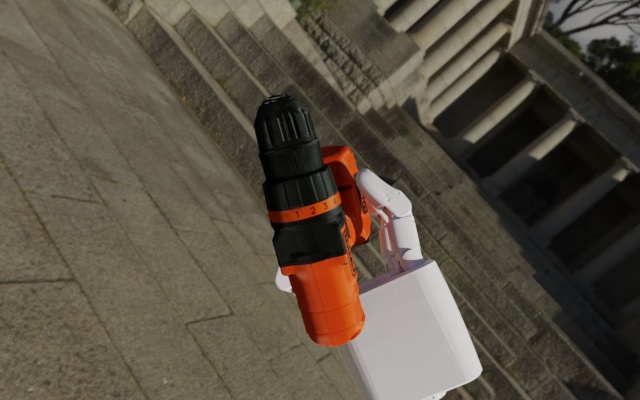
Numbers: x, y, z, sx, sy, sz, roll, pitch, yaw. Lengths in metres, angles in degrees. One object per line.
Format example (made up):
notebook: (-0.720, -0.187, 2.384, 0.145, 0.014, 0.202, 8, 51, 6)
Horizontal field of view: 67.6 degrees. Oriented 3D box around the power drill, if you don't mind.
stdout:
power drill: (0.000, 0.001, 0.406, 0.057, 0.184, 0.187, -10, 12, 12)
